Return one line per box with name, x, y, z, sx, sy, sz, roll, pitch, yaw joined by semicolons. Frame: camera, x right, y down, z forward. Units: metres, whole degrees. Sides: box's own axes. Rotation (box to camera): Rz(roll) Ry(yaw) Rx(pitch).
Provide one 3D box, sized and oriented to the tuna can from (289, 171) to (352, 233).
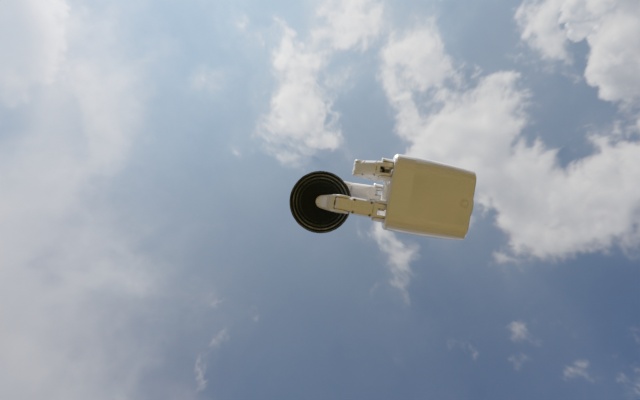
tuna can;0.000;0.002;0.669;0.086;0.086;0.034;0;0;-1
